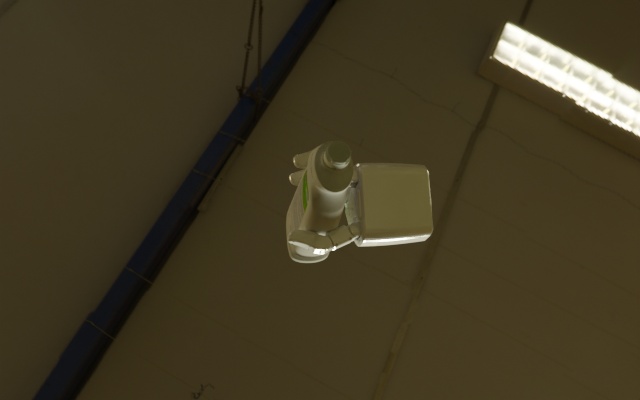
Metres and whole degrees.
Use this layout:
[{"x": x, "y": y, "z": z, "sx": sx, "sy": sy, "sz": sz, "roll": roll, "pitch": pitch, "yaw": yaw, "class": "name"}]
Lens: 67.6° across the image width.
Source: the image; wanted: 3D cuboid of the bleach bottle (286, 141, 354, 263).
[{"x": 0.000, "y": 0.002, "z": 0.663, "sx": 0.068, "sy": 0.102, "sz": 0.251, "roll": -2, "pitch": -24, "yaw": -12, "class": "bleach bottle"}]
